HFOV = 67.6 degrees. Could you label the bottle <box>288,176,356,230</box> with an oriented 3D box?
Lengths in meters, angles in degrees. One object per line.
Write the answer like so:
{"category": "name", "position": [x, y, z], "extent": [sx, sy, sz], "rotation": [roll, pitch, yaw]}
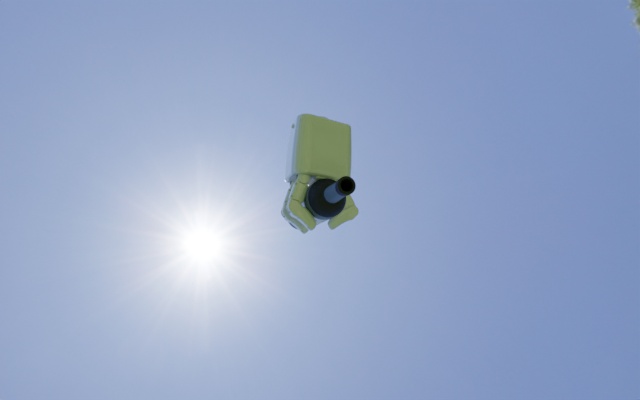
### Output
{"category": "bottle", "position": [0.000, 0.003, 0.821], "extent": [0.069, 0.069, 0.296], "rotation": [0, -10, -15]}
